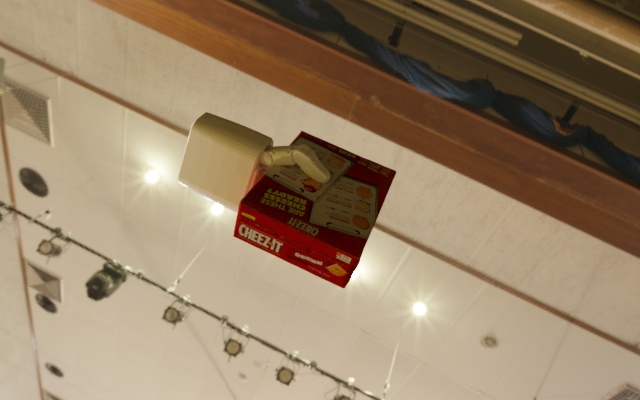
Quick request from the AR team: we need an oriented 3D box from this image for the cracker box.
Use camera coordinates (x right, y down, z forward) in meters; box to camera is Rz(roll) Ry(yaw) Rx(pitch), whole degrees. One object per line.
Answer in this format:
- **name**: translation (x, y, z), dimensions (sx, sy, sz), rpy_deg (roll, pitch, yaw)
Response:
- **cracker box**: translation (0.000, 0.002, 0.672), dimensions (0.164, 0.072, 0.213), rpy_deg (24, 39, 6)
